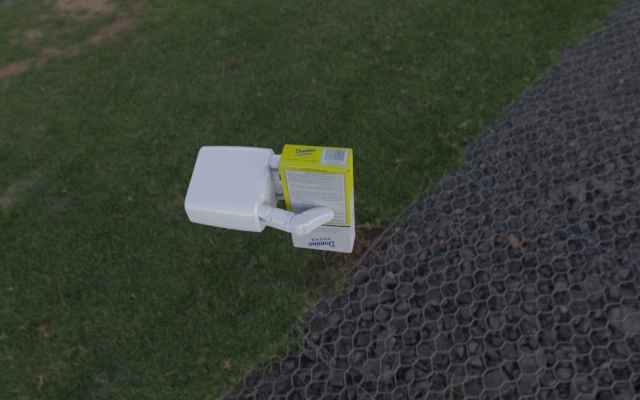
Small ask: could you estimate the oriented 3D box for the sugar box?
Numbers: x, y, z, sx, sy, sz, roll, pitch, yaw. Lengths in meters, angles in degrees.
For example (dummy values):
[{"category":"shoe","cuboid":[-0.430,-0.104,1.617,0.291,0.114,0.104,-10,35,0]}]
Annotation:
[{"category":"sugar box","cuboid":[0.000,0.002,0.673,0.093,0.048,0.176,6,-39,10]}]
